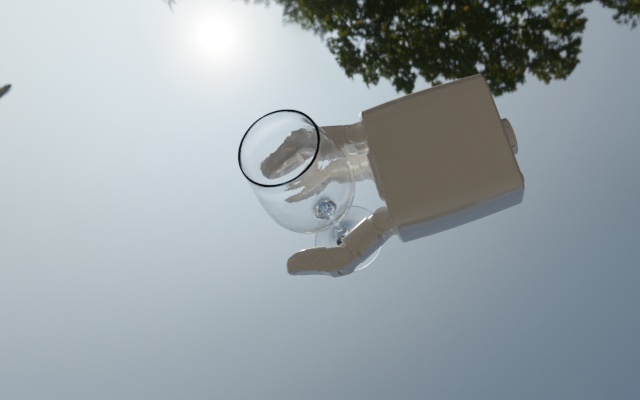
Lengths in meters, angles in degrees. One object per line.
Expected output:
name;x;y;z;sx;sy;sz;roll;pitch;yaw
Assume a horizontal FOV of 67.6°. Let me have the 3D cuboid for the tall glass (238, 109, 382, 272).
tall glass;0.000;0.002;0.416;0.079;0.079;0.201;0;-23;19
